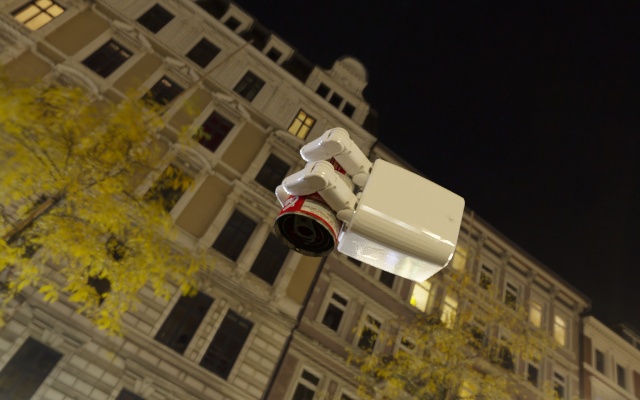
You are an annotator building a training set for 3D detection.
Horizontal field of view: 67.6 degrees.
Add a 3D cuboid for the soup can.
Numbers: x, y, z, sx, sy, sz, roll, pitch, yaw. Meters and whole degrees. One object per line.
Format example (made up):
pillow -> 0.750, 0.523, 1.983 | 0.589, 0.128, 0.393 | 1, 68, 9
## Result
soup can -> 0.000, 0.001, 0.526 | 0.068, 0.102, 0.069 | 15, -40, 13
